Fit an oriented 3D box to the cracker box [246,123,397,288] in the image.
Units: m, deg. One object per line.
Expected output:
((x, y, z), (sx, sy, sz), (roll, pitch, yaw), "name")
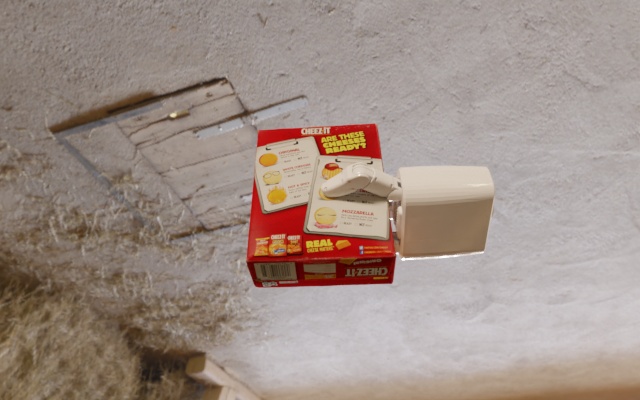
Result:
((0.000, 0.002, 0.599), (0.164, 0.213, 0.072), (-3, -40, 1), "cracker box")
